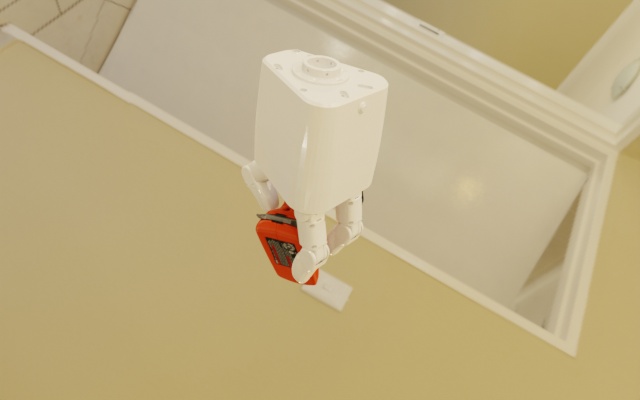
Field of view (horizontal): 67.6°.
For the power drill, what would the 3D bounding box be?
[{"bbox_3d":[0.000,0.002,0.565,0.057,0.187,0.185,9,-37,23],"label":"power drill"}]
